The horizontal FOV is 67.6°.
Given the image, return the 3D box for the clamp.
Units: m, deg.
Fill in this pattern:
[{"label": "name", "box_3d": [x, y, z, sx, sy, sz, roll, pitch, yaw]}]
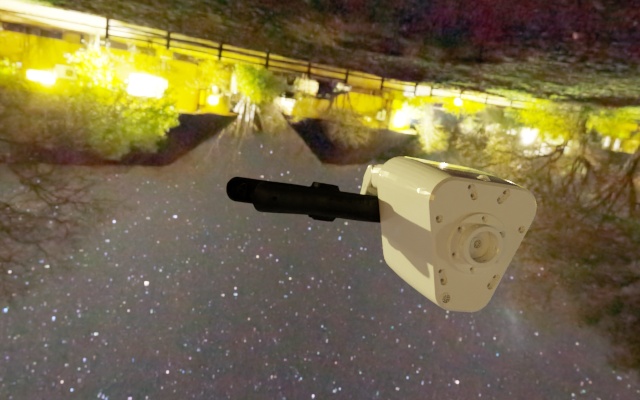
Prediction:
[{"label": "clamp", "box_3d": [0.000, 0.002, 0.449, 0.171, 0.039, 0.120, 5, 9, -14]}]
